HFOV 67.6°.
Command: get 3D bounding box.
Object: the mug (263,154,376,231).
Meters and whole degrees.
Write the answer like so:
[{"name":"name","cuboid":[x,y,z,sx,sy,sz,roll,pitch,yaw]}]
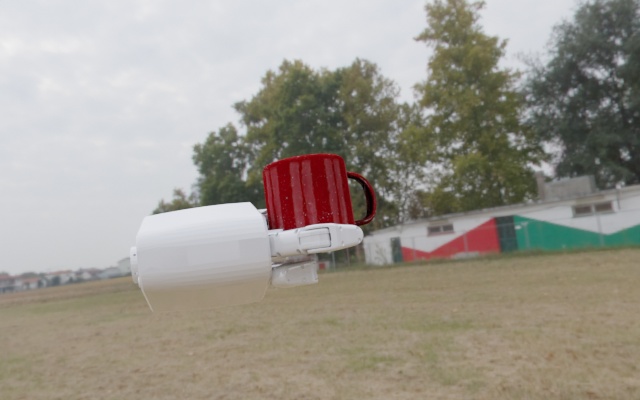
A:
[{"name":"mug","cuboid":[0.001,0.001,0.466,0.117,0.081,0.093,-6,-6,-17]}]
